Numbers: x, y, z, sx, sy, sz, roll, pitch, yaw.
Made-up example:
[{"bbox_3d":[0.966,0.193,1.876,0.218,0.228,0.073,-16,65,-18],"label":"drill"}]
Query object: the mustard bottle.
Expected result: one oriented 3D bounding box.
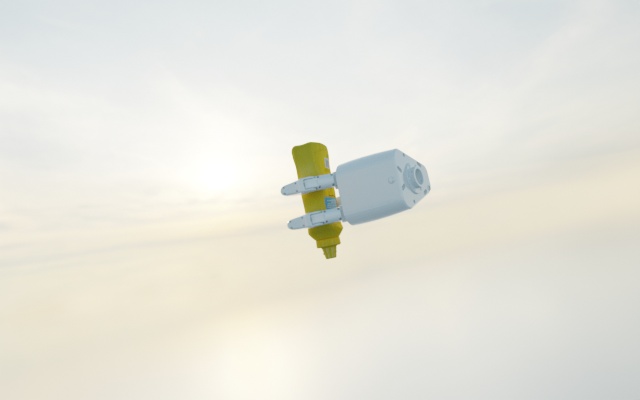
[{"bbox_3d":[0.000,0.002,0.801,0.058,0.191,0.096,-13,-6,13],"label":"mustard bottle"}]
